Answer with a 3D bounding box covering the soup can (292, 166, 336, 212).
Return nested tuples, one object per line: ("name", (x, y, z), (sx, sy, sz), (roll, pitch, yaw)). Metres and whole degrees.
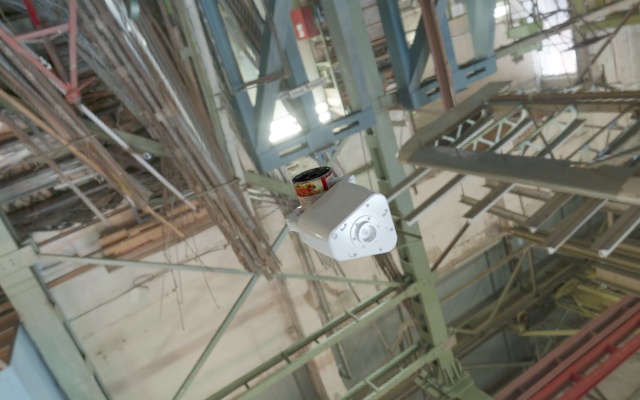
("soup can", (0.000, 0.003, 0.796), (0.068, 0.102, 0.068), (-17, 19, 6))
